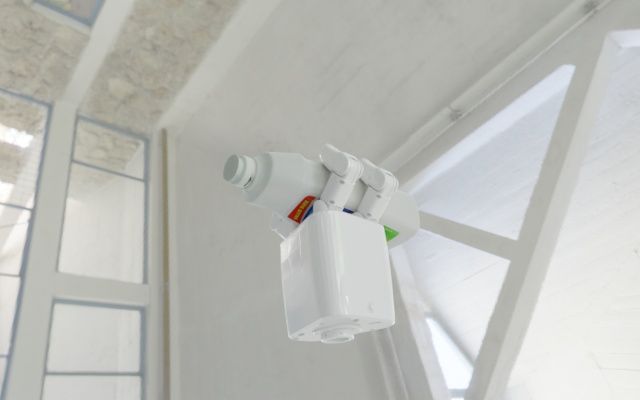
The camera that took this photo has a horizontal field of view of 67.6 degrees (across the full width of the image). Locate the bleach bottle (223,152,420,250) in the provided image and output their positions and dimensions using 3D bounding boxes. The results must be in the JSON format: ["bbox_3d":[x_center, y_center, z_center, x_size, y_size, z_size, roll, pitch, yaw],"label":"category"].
[{"bbox_3d":[0.000,0.002,0.547,0.251,0.068,0.102,18,-35,-39],"label":"bleach bottle"}]
